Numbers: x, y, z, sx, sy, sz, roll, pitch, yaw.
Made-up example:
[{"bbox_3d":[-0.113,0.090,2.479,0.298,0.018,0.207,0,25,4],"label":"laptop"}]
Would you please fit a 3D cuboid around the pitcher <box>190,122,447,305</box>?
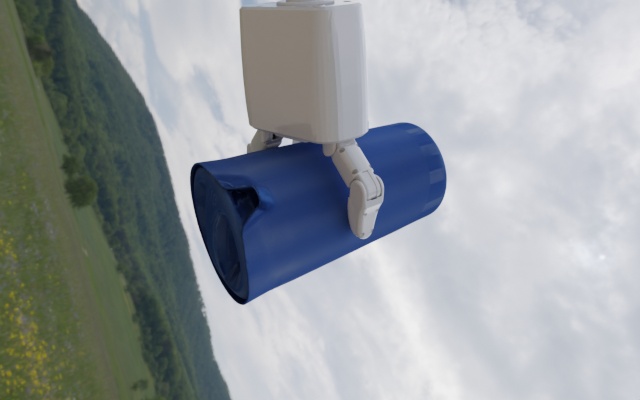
[{"bbox_3d":[0.000,0.001,0.487,0.243,0.145,0.149,-18,30,-27],"label":"pitcher"}]
